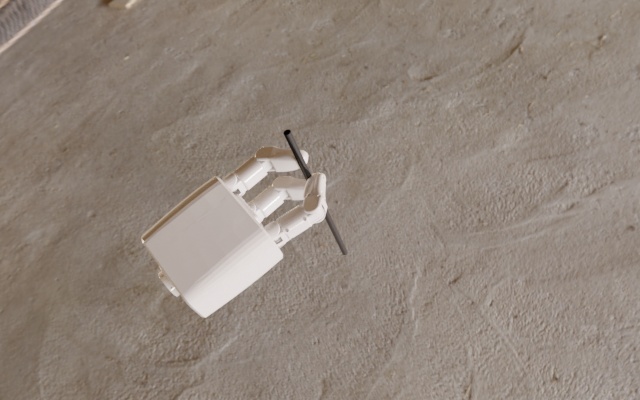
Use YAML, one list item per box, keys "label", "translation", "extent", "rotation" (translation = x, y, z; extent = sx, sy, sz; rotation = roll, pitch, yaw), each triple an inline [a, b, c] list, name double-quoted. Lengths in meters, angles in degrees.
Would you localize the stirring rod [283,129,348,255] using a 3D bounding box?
- label: "stirring rod"
  translation: [0.000, 0.002, 0.574]
  extent: [0.011, 0.011, 0.240]
  rotation: [0, -36, 20]
